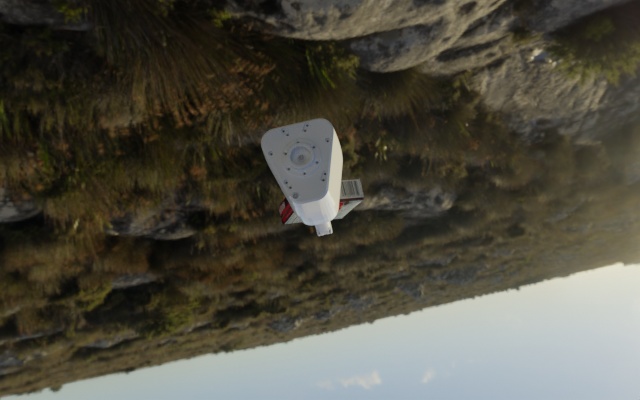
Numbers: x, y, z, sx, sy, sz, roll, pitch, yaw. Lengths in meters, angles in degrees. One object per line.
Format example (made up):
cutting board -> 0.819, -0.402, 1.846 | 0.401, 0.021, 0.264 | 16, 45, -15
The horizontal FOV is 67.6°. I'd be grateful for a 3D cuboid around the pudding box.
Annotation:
pudding box -> 0.000, 0.003, 0.752 | 0.113, 0.039, 0.090 | -3, -20, -24
